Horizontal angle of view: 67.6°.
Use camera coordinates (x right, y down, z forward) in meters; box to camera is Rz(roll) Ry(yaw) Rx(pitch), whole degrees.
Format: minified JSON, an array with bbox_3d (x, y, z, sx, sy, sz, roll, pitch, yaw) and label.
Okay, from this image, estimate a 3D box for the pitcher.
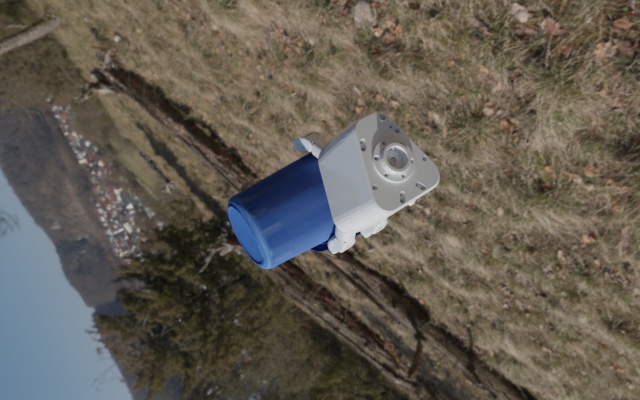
[{"bbox_3d":[0.000,0.002,0.678,0.243,0.149,0.145,-29,0,-23],"label":"pitcher"}]
